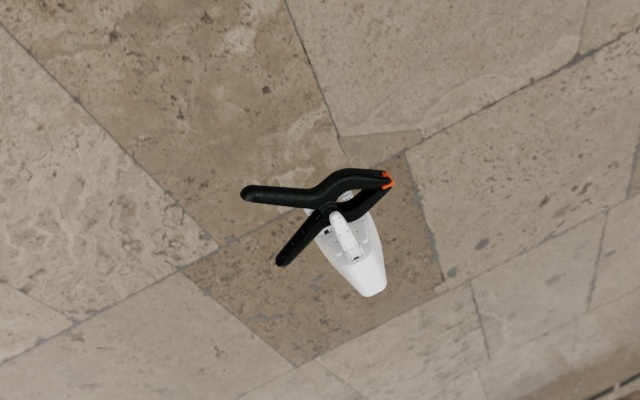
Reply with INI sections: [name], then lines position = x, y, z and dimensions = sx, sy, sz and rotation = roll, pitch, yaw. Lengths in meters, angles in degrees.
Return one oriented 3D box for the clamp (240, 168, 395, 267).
[clamp]
position = 0.001, 0.003, 0.668
dimensions = 0.210, 0.036, 0.165
rotation = -27, -44, 2
